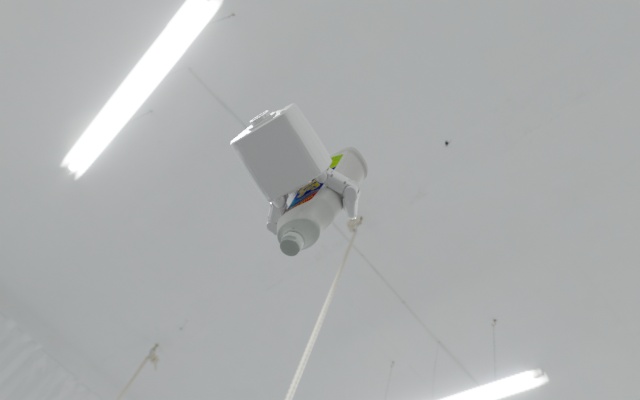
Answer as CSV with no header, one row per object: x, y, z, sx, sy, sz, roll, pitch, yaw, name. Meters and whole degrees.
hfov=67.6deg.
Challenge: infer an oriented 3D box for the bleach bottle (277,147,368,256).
0.000,0.002,0.747,0.102,0.068,0.250,-23,19,28,bleach bottle
